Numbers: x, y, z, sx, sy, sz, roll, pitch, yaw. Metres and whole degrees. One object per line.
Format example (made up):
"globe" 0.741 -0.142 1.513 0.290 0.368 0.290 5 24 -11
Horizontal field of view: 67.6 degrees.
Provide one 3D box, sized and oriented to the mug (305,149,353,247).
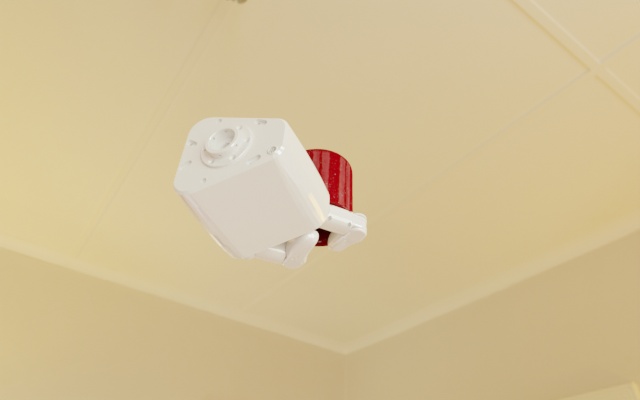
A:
"mug" 0.001 0.002 0.561 0.093 0.081 0.117 -9 -38 16
